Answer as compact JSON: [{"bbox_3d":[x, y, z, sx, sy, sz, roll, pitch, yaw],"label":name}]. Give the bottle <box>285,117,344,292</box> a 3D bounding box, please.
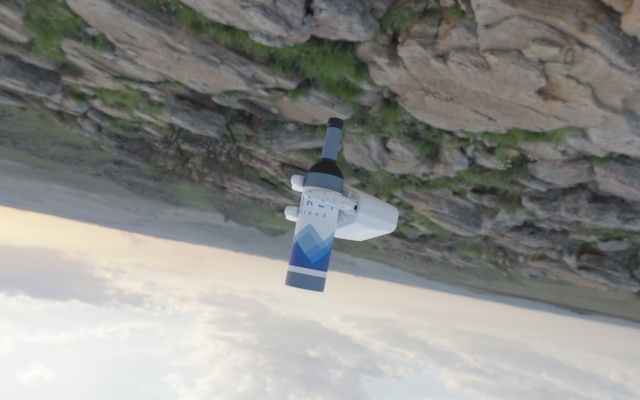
[{"bbox_3d":[0.000,0.003,0.811,0.069,0.295,0.069,11,-8,2],"label":"bottle"}]
